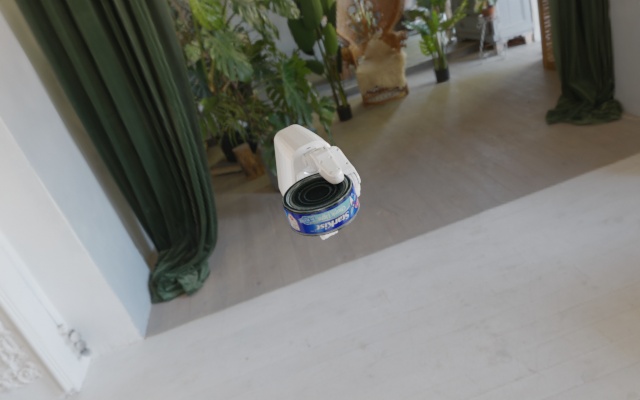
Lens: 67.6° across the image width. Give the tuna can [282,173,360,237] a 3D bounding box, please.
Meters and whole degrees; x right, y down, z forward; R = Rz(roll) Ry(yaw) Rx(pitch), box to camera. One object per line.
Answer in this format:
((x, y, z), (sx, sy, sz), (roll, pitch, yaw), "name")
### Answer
((0.000, 0.001, 0.551), (0.086, 0.034, 0.086), (-13, 32, 8), "tuna can")
